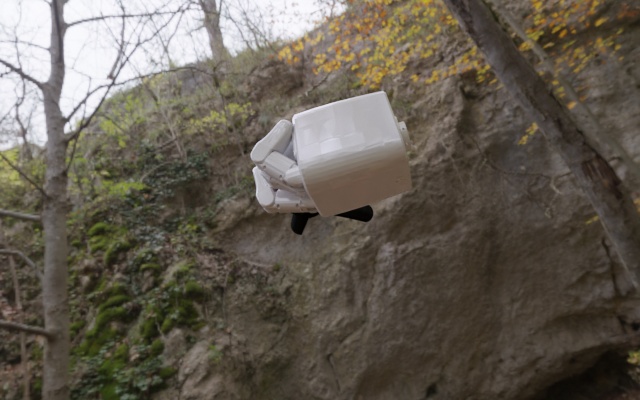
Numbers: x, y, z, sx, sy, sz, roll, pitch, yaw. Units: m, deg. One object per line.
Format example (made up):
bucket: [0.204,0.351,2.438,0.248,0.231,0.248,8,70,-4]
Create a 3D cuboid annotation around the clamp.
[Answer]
clamp: [0.000,0.001,0.613,0.120,0.039,0.171,-14,-23,9]
